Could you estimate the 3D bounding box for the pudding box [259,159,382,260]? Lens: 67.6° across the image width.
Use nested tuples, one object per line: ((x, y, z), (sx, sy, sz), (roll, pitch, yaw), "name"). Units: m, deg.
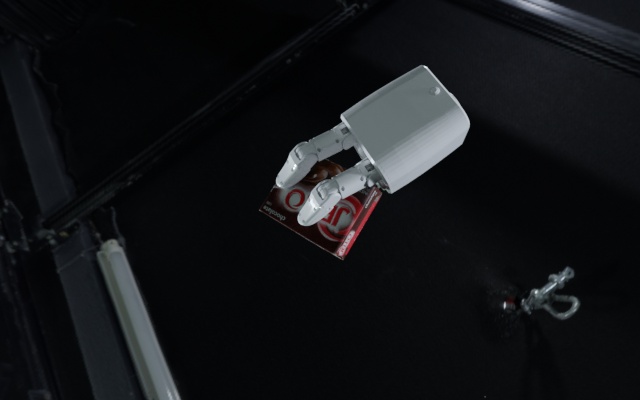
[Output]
((0.000, 0.002, 0.546), (0.113, 0.090, 0.039), (28, -7, 28), "pudding box")
